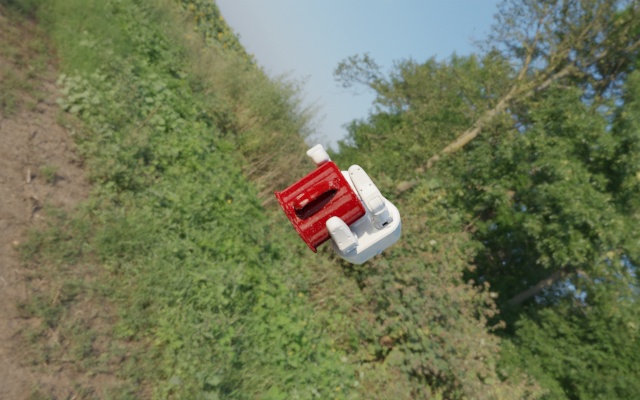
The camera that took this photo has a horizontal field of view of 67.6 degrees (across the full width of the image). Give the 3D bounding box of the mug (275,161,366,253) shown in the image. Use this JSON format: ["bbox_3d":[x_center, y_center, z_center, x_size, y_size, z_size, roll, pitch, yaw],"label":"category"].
[{"bbox_3d":[0.000,0.001,0.579,0.081,0.093,0.117,-34,-17,2],"label":"mug"}]
